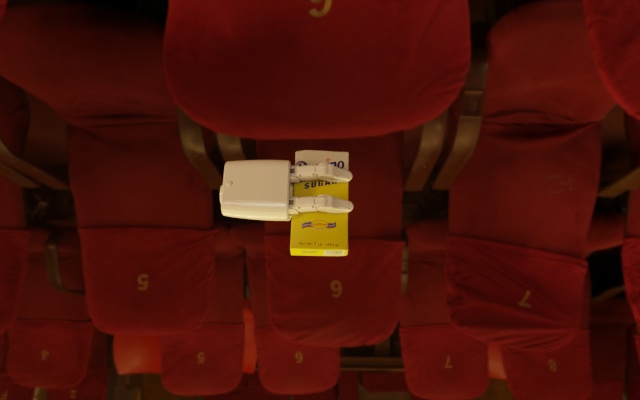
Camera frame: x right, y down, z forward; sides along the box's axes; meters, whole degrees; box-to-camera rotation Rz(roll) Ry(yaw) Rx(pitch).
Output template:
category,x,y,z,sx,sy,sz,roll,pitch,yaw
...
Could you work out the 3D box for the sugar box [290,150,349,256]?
category,x,y,z,sx,sy,sz,roll,pitch,yaw
sugar box,0.000,0.002,0.791,0.093,0.176,0.048,2,-21,-1
